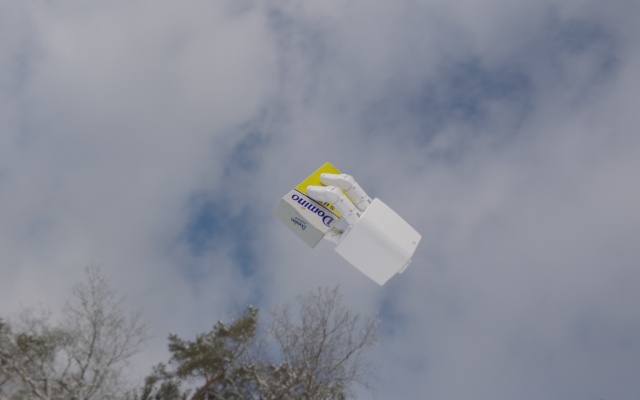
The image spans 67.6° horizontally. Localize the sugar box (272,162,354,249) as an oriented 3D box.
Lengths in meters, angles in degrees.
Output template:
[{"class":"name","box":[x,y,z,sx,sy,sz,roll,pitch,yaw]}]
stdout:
[{"class":"sugar box","box":[0.001,0.002,0.837,0.093,0.048,0.176,40,34,4]}]
